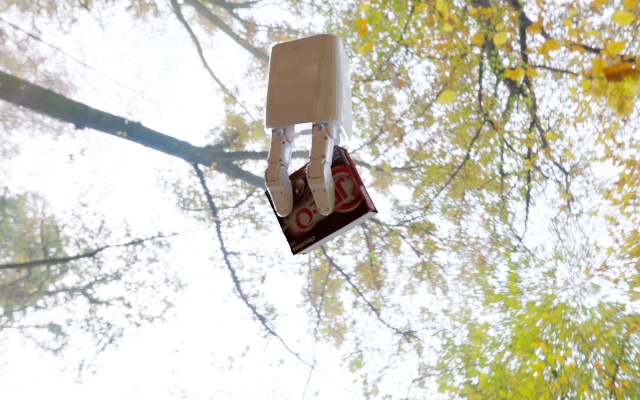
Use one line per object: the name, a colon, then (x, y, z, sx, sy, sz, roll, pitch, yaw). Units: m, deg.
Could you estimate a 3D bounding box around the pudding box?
pudding box: (0.000, 0.002, 0.569, 0.113, 0.090, 0.039, -33, -19, 21)
